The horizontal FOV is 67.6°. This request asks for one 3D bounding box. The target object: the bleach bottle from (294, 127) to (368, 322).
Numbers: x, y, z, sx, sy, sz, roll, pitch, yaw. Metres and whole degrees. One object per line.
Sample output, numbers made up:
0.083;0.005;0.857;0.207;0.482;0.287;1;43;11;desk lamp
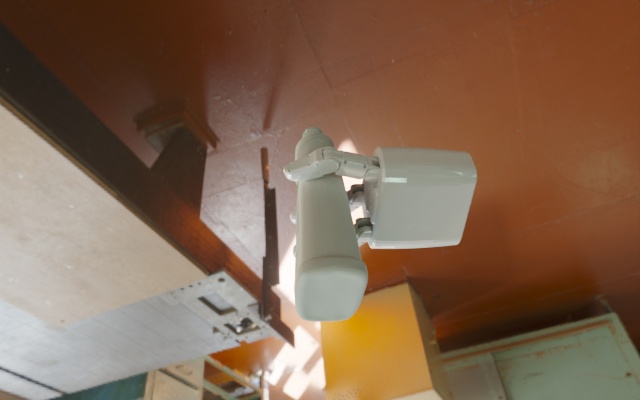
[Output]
0.000;0.002;0.537;0.068;0.250;0.103;0;-42;-7;bleach bottle
